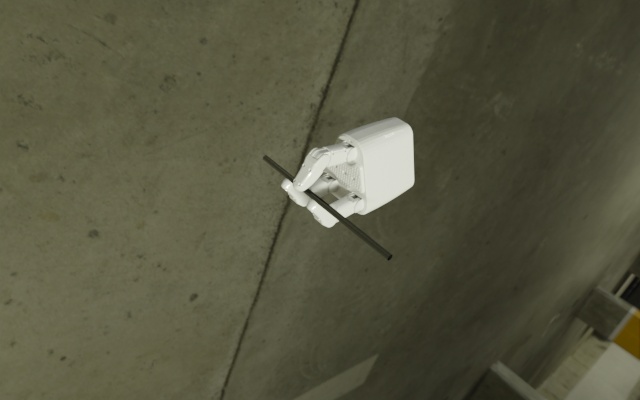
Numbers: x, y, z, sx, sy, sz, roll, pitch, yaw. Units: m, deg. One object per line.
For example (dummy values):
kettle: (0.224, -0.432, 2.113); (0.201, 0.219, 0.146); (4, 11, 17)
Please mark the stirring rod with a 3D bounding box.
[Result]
stirring rod: (0.000, 0.002, 0.601); (0.011, 0.011, 0.239); (0, 31, -49)
